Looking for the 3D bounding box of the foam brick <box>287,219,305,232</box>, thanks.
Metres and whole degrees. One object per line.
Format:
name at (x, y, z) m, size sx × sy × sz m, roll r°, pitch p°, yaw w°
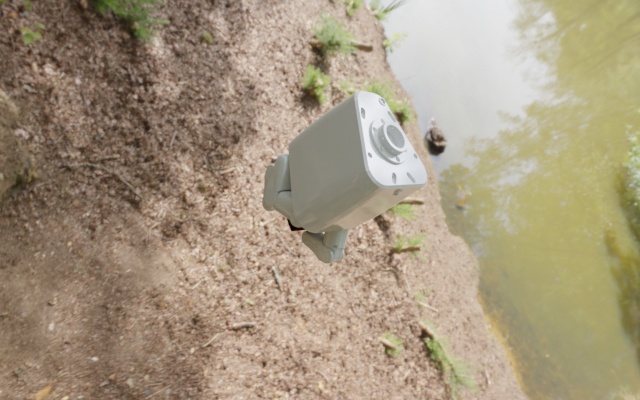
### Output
foam brick at (0.000, 0.002, 0.569) m, size 0.078 × 0.053 × 0.051 m, roll -4°, pitch -21°, yaw -45°
